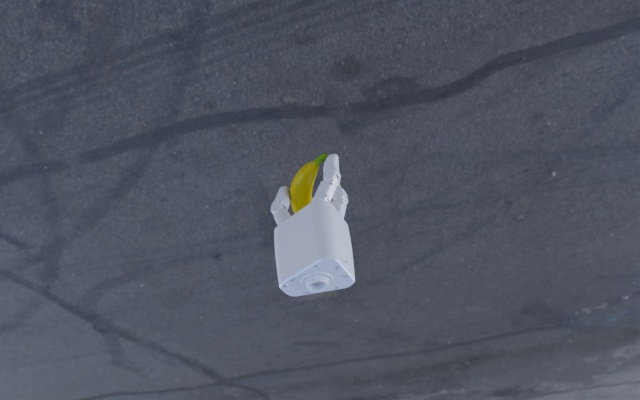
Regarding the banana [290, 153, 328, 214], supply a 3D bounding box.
[{"bbox_3d":[-0.018,0.003,0.841,0.069,0.037,0.198,-7,-42,-6],"label":"banana"}]
